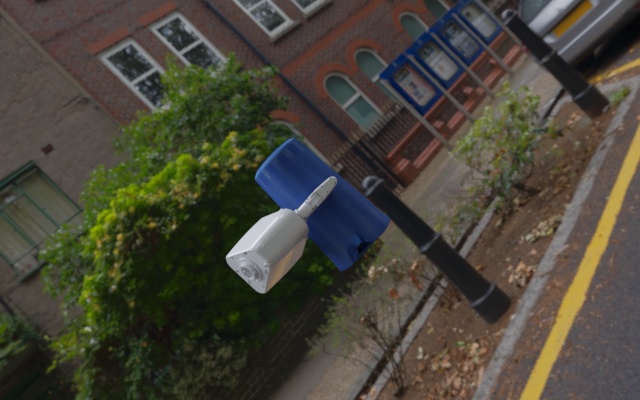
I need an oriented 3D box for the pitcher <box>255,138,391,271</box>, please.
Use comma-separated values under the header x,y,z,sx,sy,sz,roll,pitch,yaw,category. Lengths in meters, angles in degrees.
x,y,z,sx,sy,sz,roll,pitch,yaw,category
0.000,0.003,0.891,0.145,0.243,0.149,-48,2,-39,pitcher
